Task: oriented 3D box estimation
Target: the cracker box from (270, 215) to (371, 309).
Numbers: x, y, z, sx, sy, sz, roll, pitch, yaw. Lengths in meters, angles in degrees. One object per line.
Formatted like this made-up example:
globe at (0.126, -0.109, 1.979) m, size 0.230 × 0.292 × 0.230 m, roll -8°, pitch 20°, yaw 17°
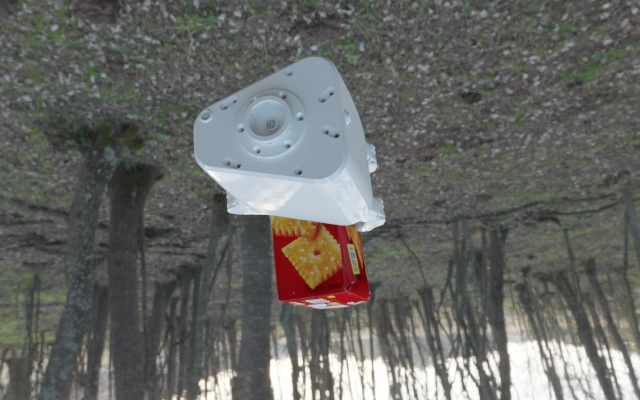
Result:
cracker box at (0.000, 0.002, 0.506) m, size 0.072 × 0.213 × 0.164 m, roll -9°, pitch -17°, yaw 10°
